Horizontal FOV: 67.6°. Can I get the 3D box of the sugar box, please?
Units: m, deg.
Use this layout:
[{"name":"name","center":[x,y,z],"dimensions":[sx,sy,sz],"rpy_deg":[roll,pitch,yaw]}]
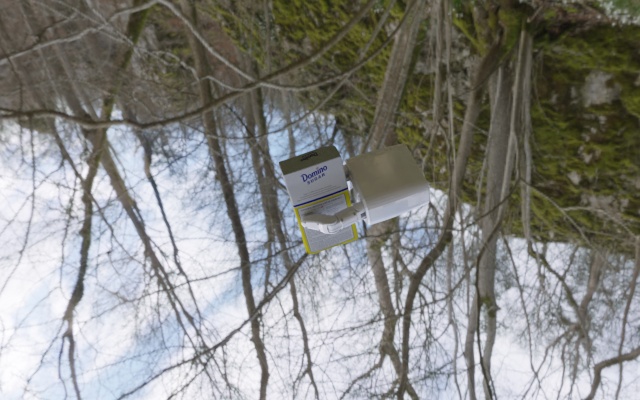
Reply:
[{"name":"sugar box","center":[0.000,0.002,0.767],"dimensions":[0.093,0.176,0.048],"rpy_deg":[-18,37,-5]}]
